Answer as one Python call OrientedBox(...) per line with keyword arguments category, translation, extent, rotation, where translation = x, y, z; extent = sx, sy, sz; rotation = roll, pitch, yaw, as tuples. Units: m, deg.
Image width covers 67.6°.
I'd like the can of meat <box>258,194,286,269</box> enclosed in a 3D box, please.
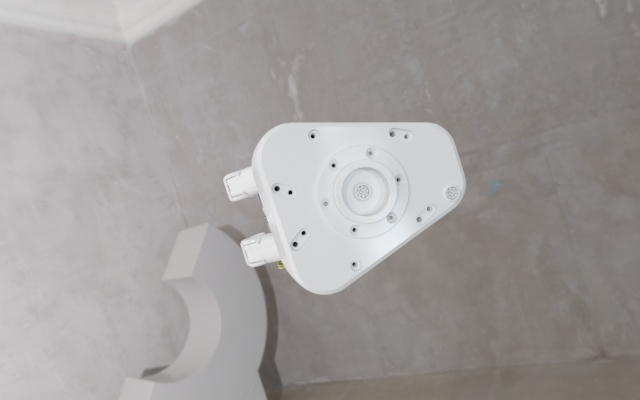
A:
OrientedBox(category="can of meat", translation=(0.000, 0.001, 0.407), extent=(0.102, 0.084, 0.057), rotation=(-18, 3, -3))
